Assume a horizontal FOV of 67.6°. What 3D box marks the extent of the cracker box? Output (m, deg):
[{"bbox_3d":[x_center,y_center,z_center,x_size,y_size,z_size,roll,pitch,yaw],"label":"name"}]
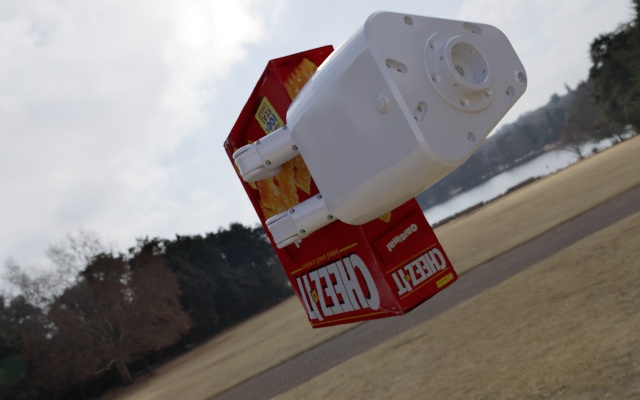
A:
[{"bbox_3d":[0.000,0.001,0.428,0.072,0.213,0.164,-24,-6,-30],"label":"cracker box"}]
